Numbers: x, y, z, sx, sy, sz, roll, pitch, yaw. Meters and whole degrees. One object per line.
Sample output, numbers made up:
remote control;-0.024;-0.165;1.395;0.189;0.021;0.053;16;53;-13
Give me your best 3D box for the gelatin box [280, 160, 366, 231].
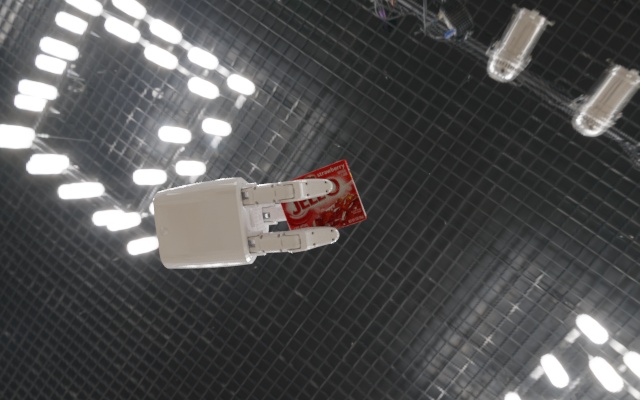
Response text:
gelatin box;0.000;0.002;0.556;0.089;0.073;0.030;-20;1;5
